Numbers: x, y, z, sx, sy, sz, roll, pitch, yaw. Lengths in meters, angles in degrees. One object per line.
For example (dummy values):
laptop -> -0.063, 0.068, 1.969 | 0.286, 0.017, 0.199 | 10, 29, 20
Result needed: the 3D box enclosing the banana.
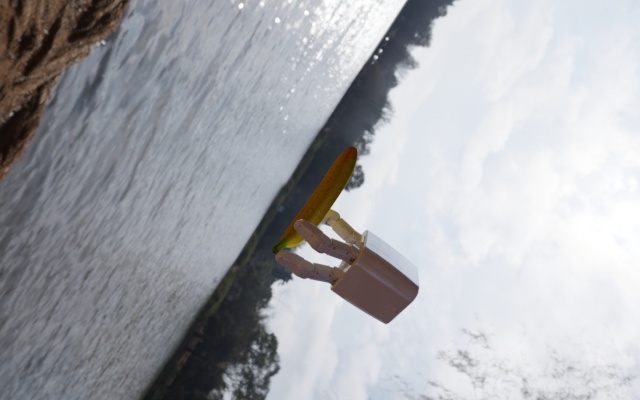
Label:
banana -> 0.000, 0.002, 0.725 | 0.037, 0.198, 0.069 | 36, 10, 1
